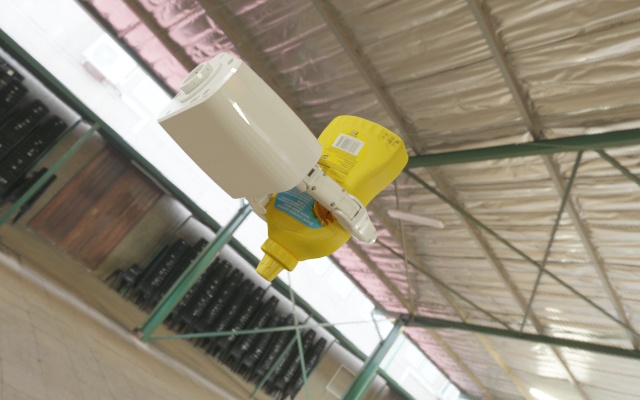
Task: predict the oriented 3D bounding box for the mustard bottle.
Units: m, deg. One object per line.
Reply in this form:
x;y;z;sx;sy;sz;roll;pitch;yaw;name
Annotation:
0.000;0.002;0.491;0.096;0.191;0.058;28;-18;34;mustard bottle
